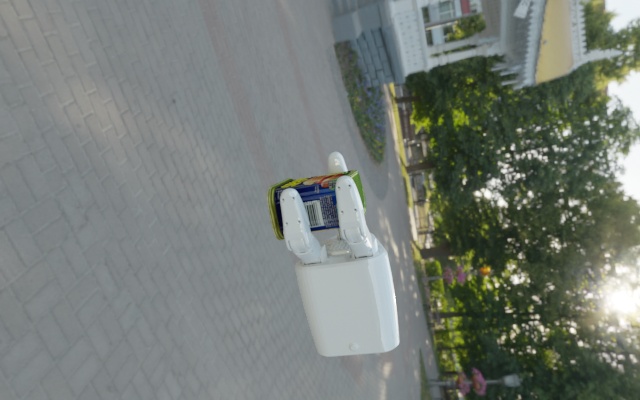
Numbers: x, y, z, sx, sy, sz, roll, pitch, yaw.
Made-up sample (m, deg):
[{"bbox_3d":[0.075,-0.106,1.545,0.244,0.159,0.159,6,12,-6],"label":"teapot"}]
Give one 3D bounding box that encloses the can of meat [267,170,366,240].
[{"bbox_3d":[0.000,0.002,0.513,0.084,0.057,0.102,-9,8,14],"label":"can of meat"}]
